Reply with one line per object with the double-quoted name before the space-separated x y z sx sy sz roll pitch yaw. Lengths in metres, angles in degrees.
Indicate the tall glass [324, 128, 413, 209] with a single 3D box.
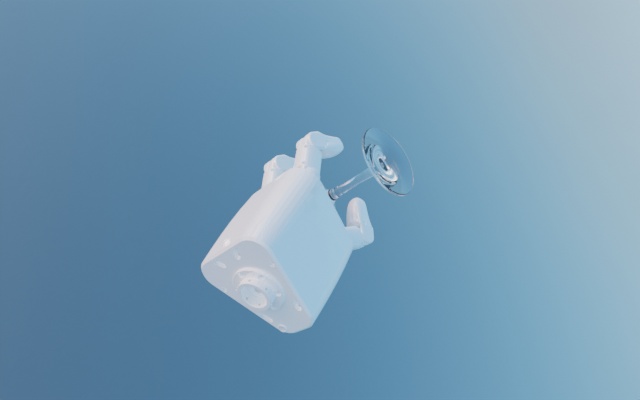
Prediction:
"tall glass" 0.001 0.001 0.527 0.079 0.079 0.201 0 -24 -47
